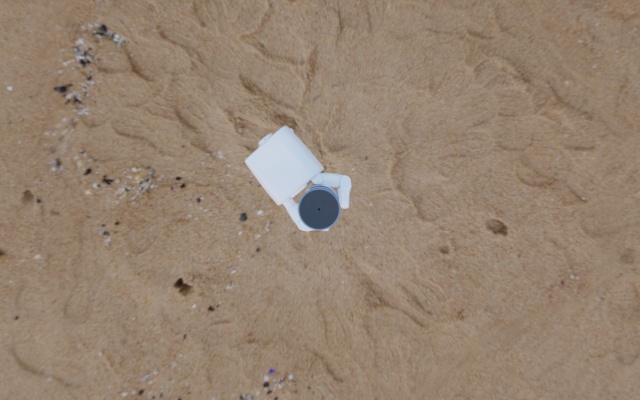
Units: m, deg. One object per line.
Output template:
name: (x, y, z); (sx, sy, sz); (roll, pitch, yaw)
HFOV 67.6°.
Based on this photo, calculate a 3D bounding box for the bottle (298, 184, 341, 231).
bottle: (0.000, 0.003, 0.885); (0.069, 0.069, 0.295); (0, 4, 1)
